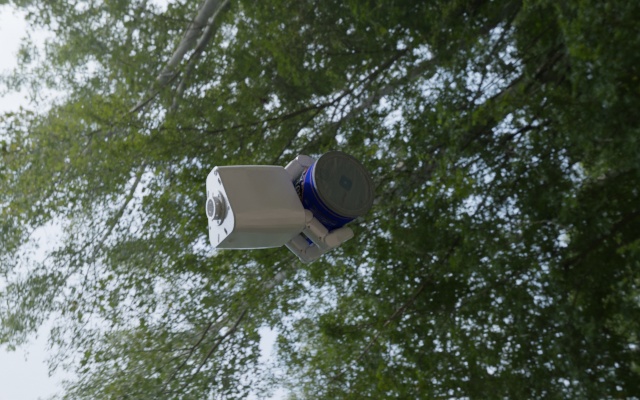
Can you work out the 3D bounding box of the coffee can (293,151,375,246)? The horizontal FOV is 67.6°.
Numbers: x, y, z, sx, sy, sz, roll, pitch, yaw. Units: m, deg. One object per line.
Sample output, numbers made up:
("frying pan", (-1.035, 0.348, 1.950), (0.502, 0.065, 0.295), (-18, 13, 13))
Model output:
("coffee can", (0.000, 0.002, 0.724), (0.103, 0.102, 0.140), (0, -24, -34))
